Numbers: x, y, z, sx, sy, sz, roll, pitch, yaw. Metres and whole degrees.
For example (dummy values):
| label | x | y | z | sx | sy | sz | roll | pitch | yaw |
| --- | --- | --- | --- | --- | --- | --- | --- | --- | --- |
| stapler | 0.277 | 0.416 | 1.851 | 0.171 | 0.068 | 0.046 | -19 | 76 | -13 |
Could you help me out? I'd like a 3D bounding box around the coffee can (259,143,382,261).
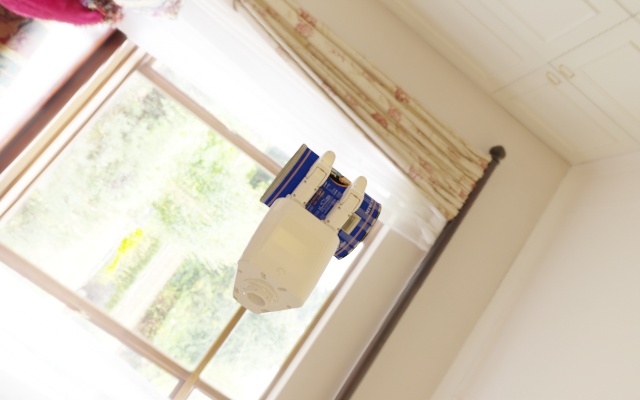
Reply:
| label | x | y | z | sx | sy | sz | roll | pitch | yaw |
| --- | --- | --- | --- | --- | --- | --- | --- | --- | --- |
| coffee can | 0.000 | 0.002 | 0.671 | 0.140 | 0.103 | 0.103 | 38 | -6 | -8 |
